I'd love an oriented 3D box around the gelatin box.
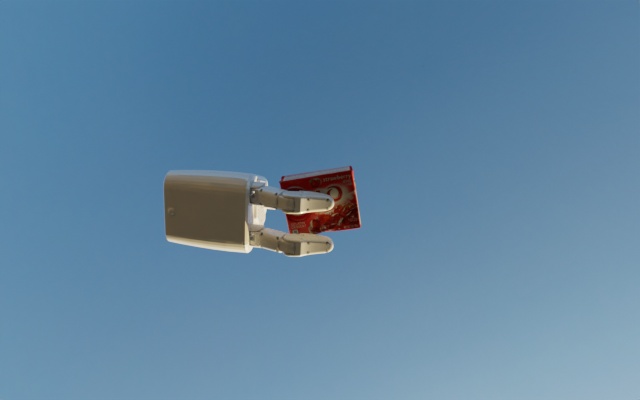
[{"bbox_3d":[0.000,0.002,0.578,0.089,0.073,0.030,-8,16,4],"label":"gelatin box"}]
